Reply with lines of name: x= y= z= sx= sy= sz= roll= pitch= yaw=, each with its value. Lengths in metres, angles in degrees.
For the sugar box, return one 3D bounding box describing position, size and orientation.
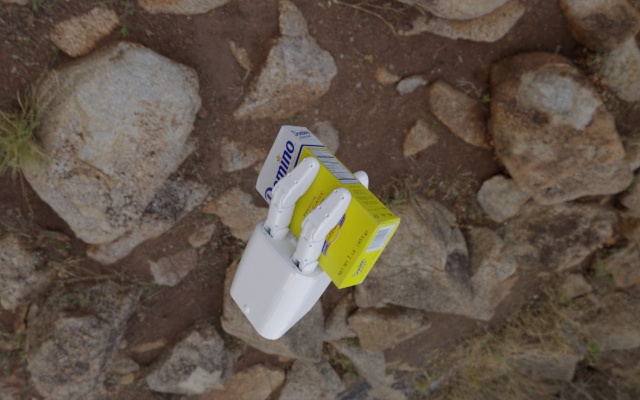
sugar box: x=0.000 y=0.002 z=0.534 sx=0.048 sy=0.093 sz=0.176 roll=-6 pitch=42 yaw=-48
